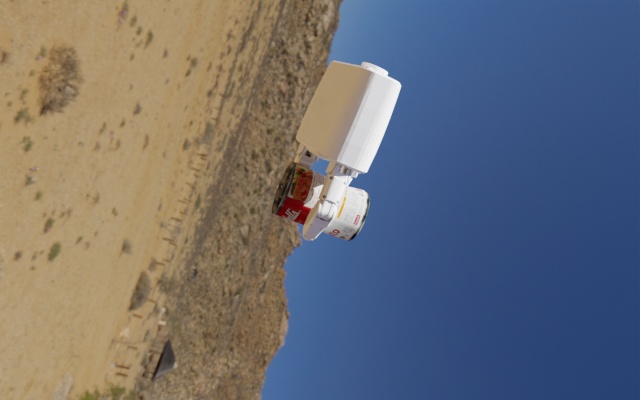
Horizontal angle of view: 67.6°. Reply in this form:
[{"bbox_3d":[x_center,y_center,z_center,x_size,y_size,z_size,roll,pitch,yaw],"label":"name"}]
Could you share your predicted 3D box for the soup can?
[{"bbox_3d":[0.000,0.002,0.584,0.102,0.068,0.068,21,-5,-14],"label":"soup can"}]
